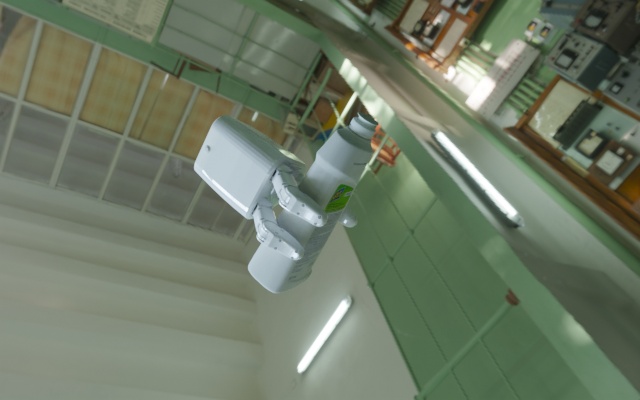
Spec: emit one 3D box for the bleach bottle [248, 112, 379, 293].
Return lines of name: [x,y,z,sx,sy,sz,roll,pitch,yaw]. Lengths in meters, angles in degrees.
bleach bottle: [0.000,0.002,0.610,0.068,0.251,0.102,39,25,17]
